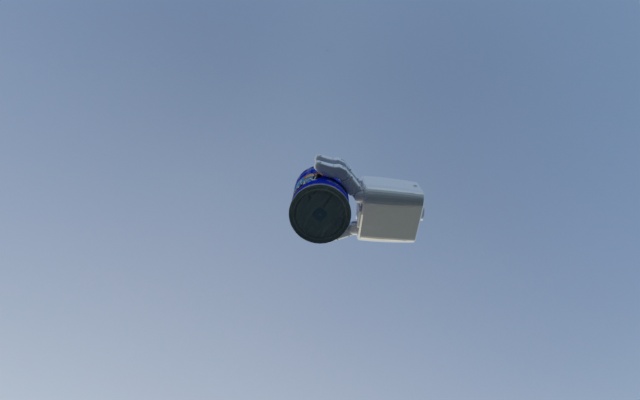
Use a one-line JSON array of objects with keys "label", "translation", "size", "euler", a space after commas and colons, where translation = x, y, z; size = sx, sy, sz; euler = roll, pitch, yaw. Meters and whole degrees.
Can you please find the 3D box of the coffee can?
[{"label": "coffee can", "translation": [0.000, 0.003, 0.844], "size": [0.103, 0.103, 0.140], "euler": [0, 17, 1]}]
